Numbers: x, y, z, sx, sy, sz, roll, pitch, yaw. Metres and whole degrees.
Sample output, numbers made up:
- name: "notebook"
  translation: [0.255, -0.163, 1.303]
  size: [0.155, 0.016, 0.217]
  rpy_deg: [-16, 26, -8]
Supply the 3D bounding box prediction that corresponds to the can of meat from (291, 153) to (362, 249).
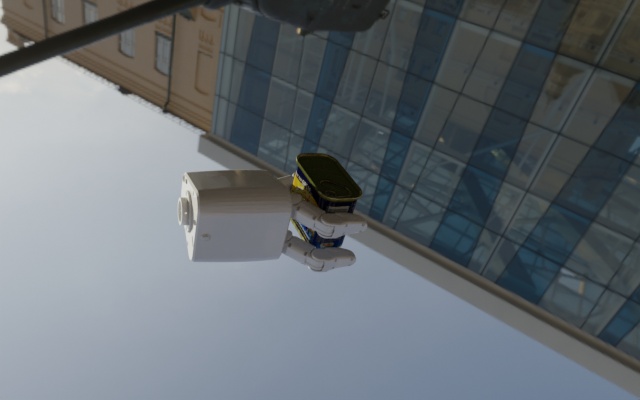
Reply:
- name: "can of meat"
  translation: [0.000, 0.002, 0.599]
  size: [0.057, 0.084, 0.102]
  rpy_deg: [-3, 37, -28]
